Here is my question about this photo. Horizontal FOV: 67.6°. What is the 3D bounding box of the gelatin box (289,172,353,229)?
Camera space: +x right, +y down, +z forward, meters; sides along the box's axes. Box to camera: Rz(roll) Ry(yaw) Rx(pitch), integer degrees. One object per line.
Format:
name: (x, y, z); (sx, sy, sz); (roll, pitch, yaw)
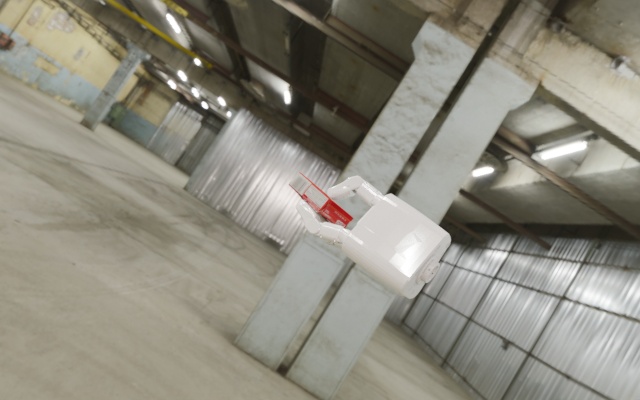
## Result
gelatin box: (0.000, 0.002, 0.743); (0.089, 0.030, 0.073); (42, 1, 41)
